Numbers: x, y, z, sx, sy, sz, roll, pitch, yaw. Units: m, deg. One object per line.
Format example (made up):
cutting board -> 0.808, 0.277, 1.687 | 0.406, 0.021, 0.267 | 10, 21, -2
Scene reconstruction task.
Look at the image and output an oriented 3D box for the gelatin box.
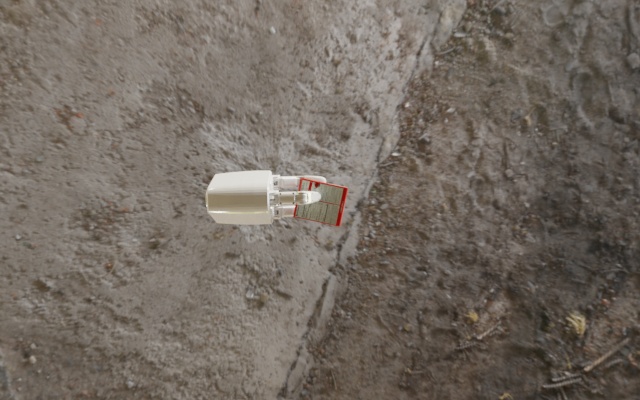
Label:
gelatin box -> 0.000, 0.003, 0.873 | 0.089, 0.073, 0.030 | 12, 2, 2
